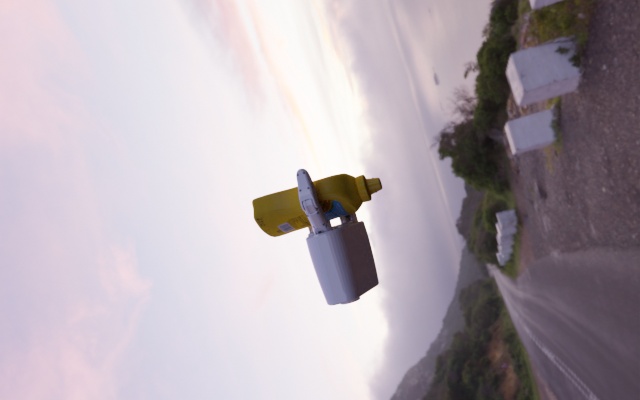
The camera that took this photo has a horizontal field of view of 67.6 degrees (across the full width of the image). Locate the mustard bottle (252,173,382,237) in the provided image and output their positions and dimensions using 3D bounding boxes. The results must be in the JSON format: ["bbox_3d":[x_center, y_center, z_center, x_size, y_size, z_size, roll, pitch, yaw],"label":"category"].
[{"bbox_3d":[0.000,0.002,0.725,0.191,0.058,0.096,-17,-27,14],"label":"mustard bottle"}]
